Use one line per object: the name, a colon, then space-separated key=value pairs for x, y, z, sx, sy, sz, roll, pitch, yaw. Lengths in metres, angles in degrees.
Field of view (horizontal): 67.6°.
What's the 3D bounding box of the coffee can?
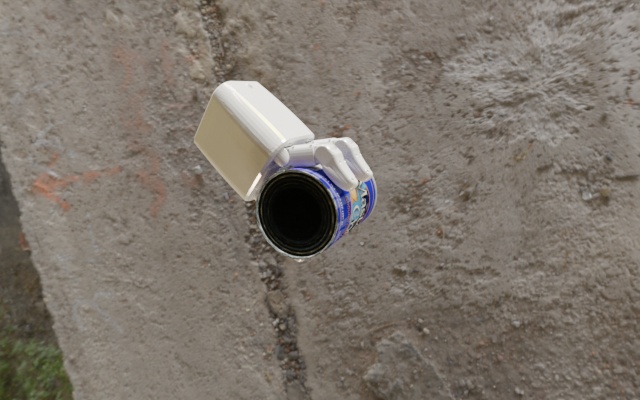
coffee can: x=0.000 y=0.002 z=0.587 sx=0.103 sy=0.103 sz=0.140 roll=0 pitch=12 yaw=24
